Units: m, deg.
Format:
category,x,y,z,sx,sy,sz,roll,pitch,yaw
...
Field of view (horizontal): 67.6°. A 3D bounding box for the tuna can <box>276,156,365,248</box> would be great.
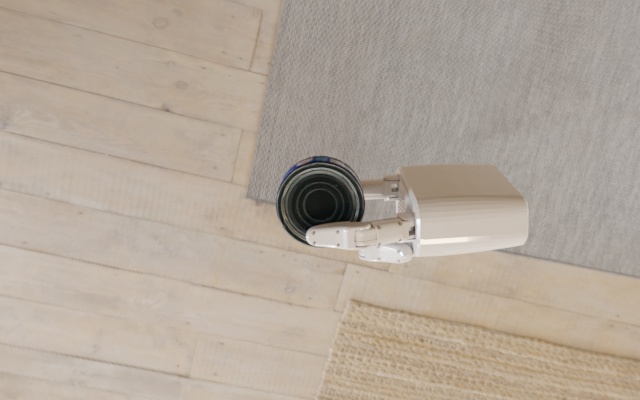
category,x,y,z,sx,sy,sz,roll,pitch,yaw
tuna can,0.000,0.002,0.461,0.086,0.086,0.033,0,14,1
